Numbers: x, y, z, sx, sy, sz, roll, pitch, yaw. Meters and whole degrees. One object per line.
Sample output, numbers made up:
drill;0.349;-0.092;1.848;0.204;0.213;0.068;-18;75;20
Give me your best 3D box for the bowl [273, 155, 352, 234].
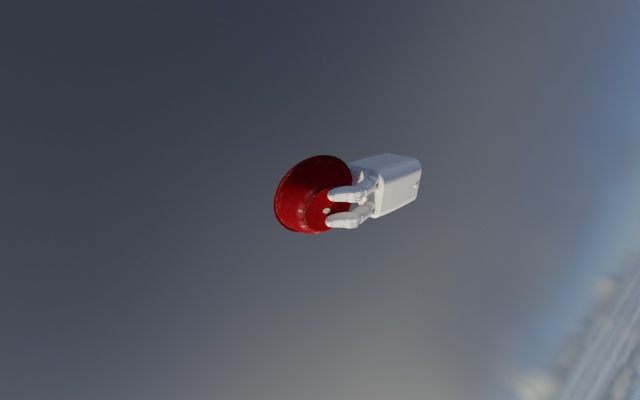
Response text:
bowl;-0.001;0.004;0.847;0.162;0.162;0.055;0;30;-33
